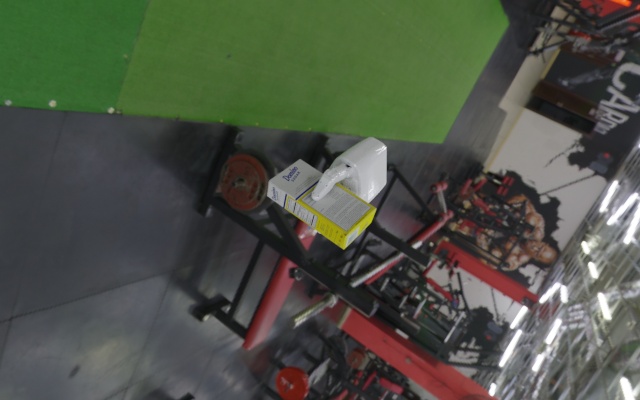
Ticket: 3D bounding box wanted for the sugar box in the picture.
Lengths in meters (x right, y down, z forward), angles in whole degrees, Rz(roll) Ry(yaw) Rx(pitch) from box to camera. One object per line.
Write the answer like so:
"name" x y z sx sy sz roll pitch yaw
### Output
"sugar box" 0.000 0.003 0.852 0.176 0.048 0.093 33 47 21
